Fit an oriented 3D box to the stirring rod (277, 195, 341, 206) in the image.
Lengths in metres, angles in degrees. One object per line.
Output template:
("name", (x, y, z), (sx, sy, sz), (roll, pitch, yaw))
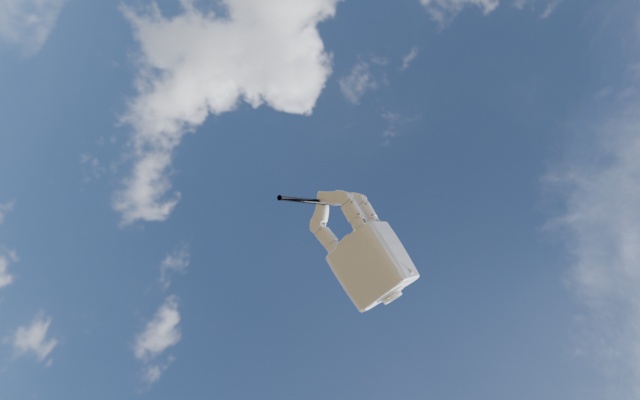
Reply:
("stirring rod", (0.000, 0.003, 0.783), (0.011, 0.011, 0.239), (0, -3, 29))
